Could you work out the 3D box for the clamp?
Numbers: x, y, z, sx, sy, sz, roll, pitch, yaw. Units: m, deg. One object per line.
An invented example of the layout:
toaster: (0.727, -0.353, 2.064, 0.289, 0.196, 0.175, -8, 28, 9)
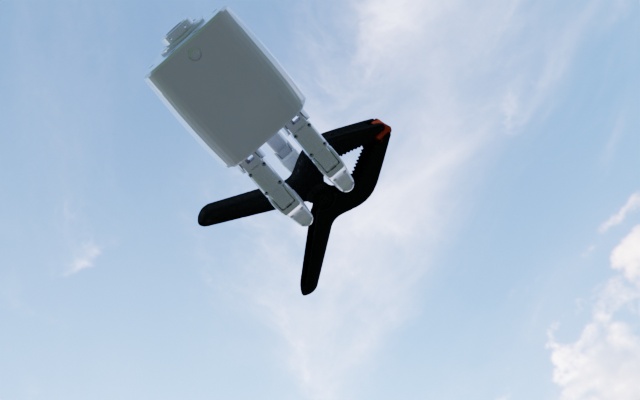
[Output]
clamp: (0.000, 0.001, 0.511, 0.165, 0.210, 0.036, 48, 2, -32)
